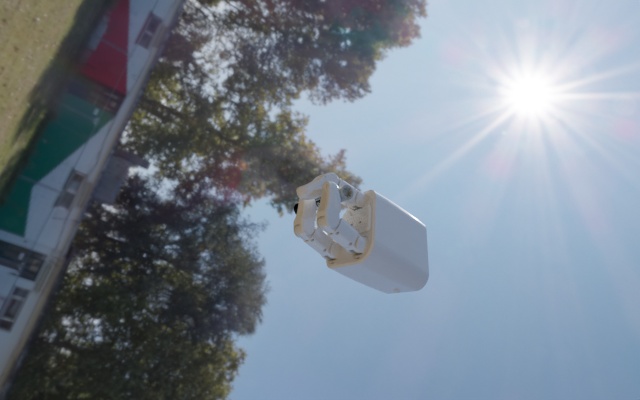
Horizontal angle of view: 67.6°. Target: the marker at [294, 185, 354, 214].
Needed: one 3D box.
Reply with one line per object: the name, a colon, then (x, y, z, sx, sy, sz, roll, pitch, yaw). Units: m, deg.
marker: (0.000, 0.002, 0.631, 0.020, 0.020, 0.121, 0, -12, -34)
